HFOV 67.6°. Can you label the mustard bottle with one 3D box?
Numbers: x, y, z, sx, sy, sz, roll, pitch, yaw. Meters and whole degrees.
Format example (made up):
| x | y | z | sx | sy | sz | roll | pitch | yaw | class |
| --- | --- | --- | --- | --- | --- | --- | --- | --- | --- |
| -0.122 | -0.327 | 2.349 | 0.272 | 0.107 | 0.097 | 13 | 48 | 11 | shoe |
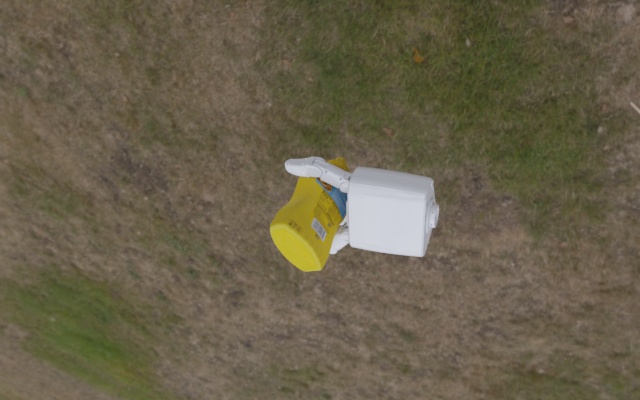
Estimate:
| x | y | z | sx | sy | sz | roll | pitch | yaw | class |
| --- | --- | --- | --- | --- | --- | --- | --- | --- | --- |
| 0.000 | 0.002 | 0.696 | 0.058 | 0.096 | 0.191 | -12 | 36 | 38 | mustard bottle |
